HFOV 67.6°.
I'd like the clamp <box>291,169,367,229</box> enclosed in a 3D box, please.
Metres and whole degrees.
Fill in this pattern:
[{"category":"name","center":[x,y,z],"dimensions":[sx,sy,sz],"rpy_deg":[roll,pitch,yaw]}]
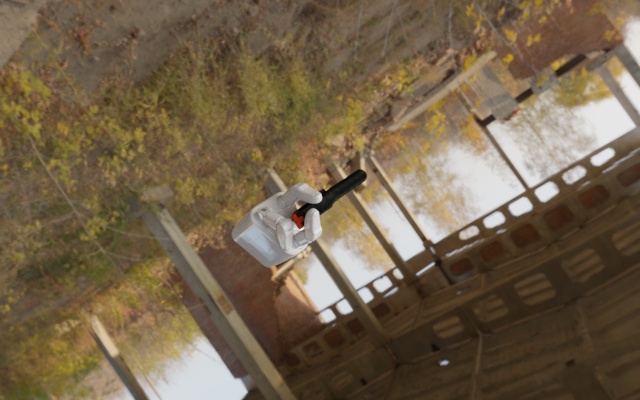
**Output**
[{"category":"clamp","center":[0.000,0.003,0.866],"dimensions":[0.171,0.039,0.120],"rpy_deg":[-34,-1,-38]}]
